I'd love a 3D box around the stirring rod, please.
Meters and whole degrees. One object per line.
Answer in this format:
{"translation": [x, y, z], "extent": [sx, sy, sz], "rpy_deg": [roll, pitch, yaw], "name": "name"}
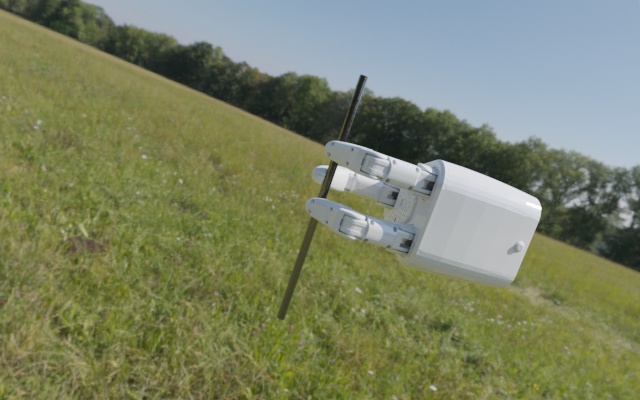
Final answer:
{"translation": [0.000, 0.002, 0.444], "extent": [0.011, 0.239, 0.011], "rpy_deg": [19, 9, -3], "name": "stirring rod"}
